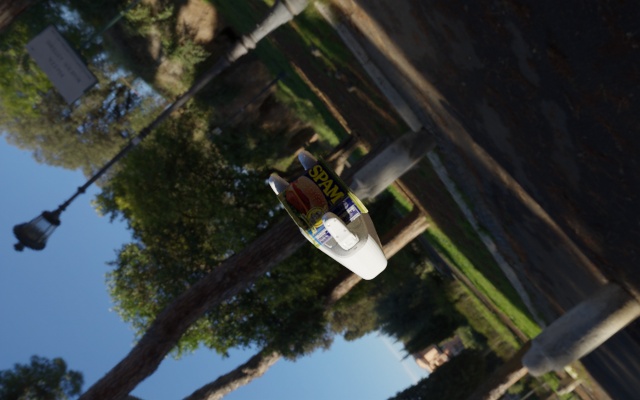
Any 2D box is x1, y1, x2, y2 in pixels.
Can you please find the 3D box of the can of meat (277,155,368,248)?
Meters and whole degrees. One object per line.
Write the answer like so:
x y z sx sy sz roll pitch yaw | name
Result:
0.000 0.002 0.656 0.084 0.102 0.057 -40 -34 2 | can of meat
